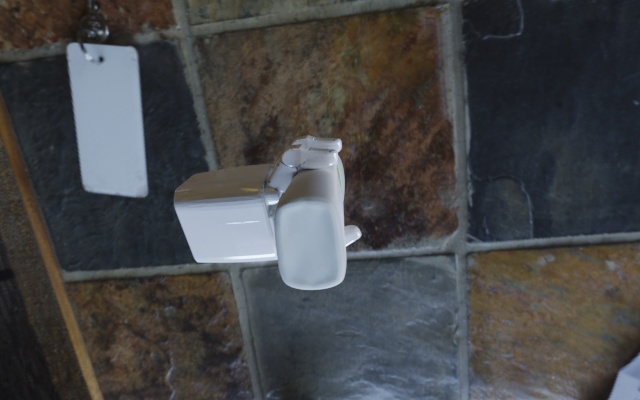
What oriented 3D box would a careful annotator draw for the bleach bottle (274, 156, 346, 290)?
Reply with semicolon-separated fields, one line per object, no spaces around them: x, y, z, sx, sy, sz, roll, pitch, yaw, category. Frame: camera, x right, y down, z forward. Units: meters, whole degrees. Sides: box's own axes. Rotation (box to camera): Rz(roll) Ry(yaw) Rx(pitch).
0.000;0.002;0.573;0.068;0.102;0.250;-3;18;7;bleach bottle
